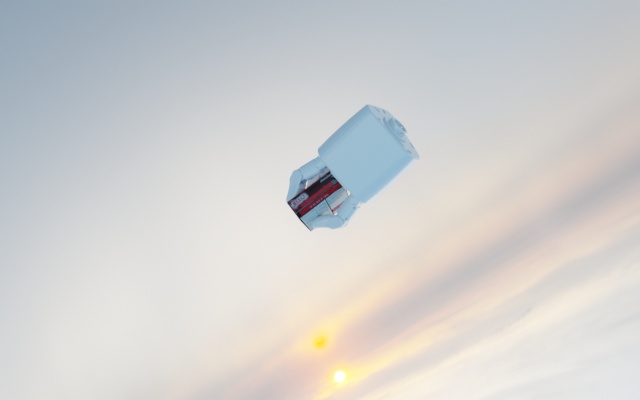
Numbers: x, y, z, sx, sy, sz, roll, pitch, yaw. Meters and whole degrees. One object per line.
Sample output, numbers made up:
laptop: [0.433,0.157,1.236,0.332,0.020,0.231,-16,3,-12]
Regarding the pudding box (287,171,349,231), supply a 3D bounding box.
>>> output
pudding box: [0.000,0.003,0.779,0.090,0.039,0.113,-35,-18,-2]
